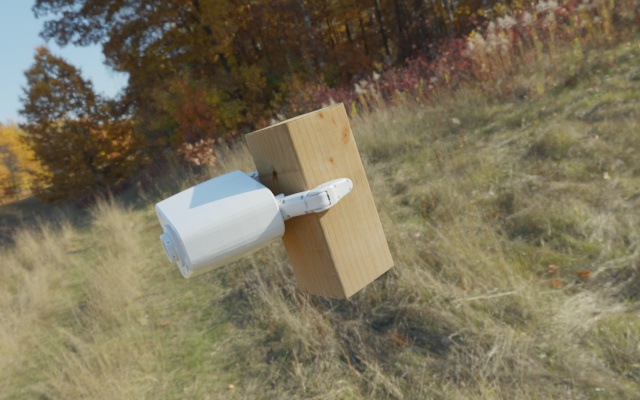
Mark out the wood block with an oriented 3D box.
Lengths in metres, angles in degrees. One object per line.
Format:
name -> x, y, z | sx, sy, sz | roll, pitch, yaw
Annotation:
wood block -> 0.000, 0.002, 0.570 | 0.090, 0.206, 0.091 | -27, 14, -36
